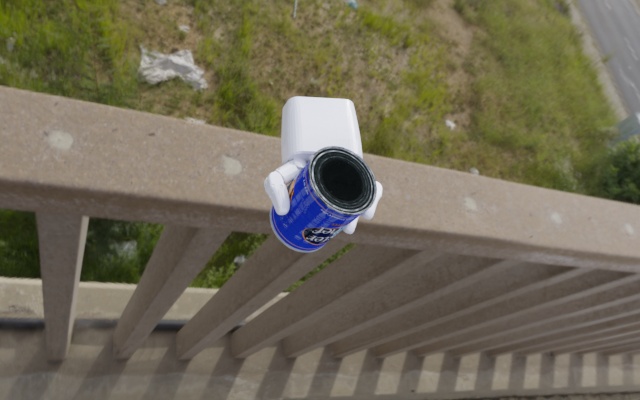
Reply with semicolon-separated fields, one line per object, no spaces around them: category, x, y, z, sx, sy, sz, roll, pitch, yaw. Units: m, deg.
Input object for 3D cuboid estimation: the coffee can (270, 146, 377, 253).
coffee can;0.000;0.002;0.680;0.103;0.102;0.140;0;-26;-29
